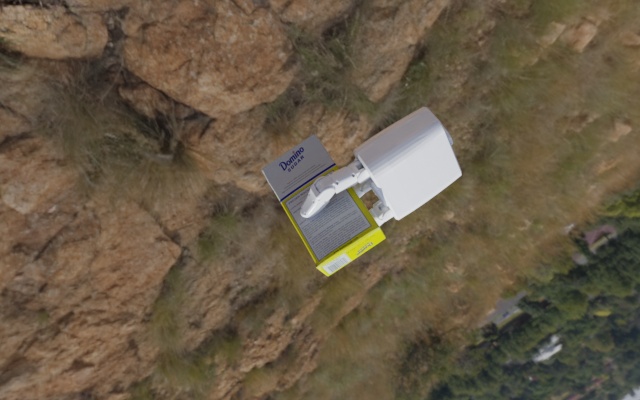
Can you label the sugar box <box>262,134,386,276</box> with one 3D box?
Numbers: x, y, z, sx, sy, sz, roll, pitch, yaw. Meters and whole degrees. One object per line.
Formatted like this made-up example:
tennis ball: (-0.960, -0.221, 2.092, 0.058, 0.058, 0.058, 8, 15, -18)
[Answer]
sugar box: (0.000, 0.002, 0.638, 0.093, 0.176, 0.048, -33, -34, 3)
